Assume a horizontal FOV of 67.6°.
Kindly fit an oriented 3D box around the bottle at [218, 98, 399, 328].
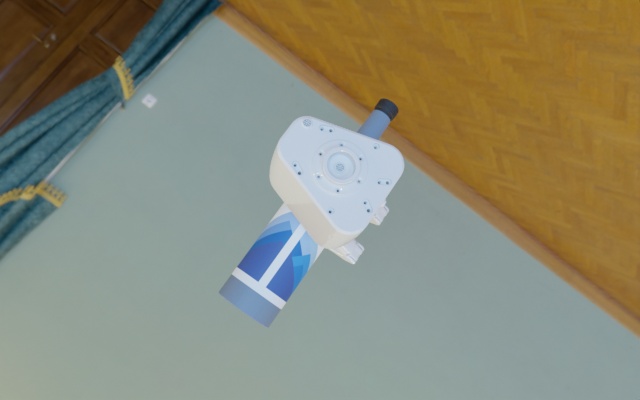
[{"bbox_3d":[0.000,0.002,0.546,0.069,0.295,0.069,34,-13,9],"label":"bottle"}]
